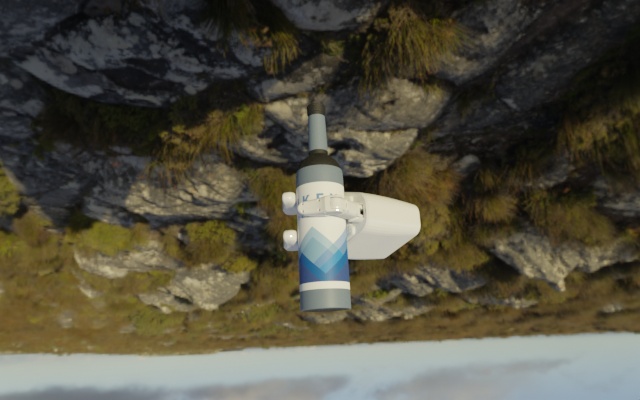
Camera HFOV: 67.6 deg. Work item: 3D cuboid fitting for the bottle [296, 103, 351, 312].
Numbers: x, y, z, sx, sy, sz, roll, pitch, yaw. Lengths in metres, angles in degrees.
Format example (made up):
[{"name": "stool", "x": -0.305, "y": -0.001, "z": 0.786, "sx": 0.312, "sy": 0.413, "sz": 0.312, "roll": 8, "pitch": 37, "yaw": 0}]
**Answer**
[{"name": "bottle", "x": 0.000, "y": 0.002, "z": 0.665, "sx": 0.069, "sy": 0.295, "sz": 0.069, "roll": -3, "pitch": -17, "yaw": -1}]
